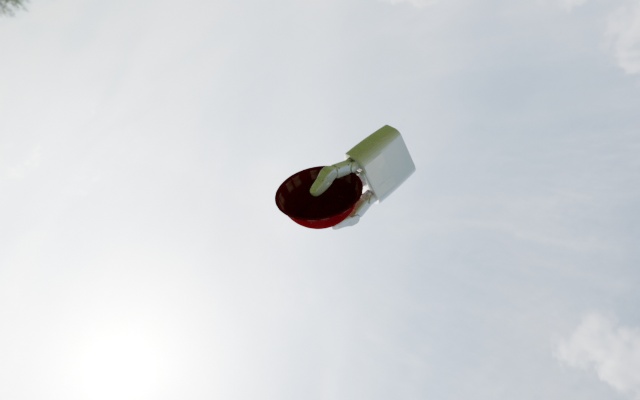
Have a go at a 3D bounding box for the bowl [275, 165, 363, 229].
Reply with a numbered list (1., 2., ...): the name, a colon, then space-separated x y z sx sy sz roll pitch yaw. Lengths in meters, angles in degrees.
1. bowl: -0.001 0.004 0.877 0.162 0.055 0.162 -6 38 5
